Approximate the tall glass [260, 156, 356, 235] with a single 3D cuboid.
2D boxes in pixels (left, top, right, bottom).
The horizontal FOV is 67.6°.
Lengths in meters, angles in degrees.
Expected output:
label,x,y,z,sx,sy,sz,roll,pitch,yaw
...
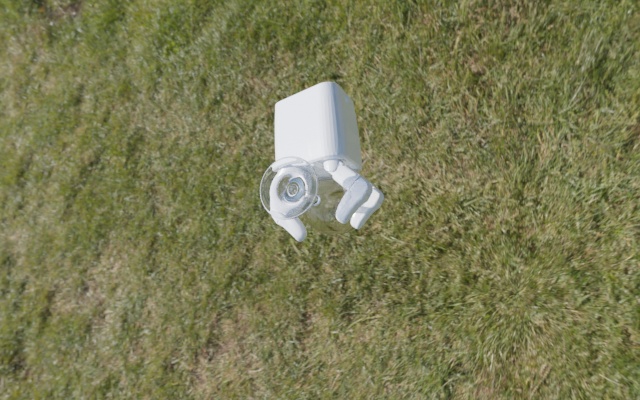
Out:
label,x,y,z,sx,sy,sz,roll,pitch,yaw
tall glass,0.000,0.002,0.637,0.079,0.079,0.201,0,-10,22
